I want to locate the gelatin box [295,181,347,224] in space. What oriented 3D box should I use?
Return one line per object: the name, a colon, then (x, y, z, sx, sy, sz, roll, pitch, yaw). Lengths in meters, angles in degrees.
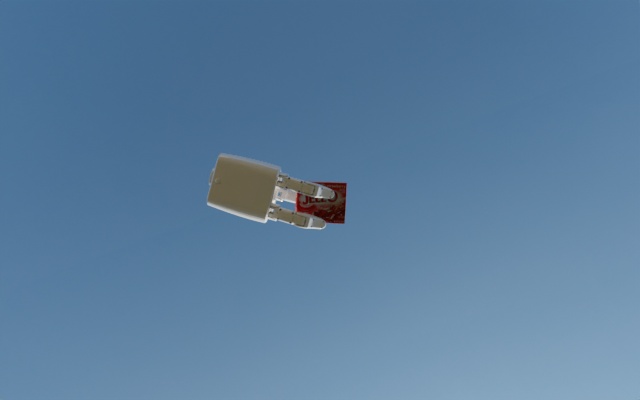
gelatin box: (0.000, 0.003, 0.843, 0.089, 0.073, 0.030, 2, 6, -7)
